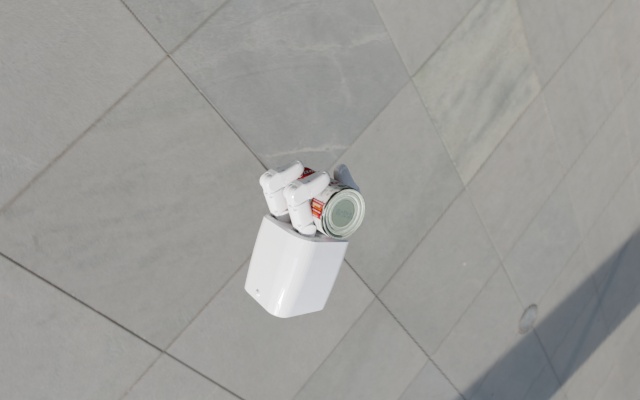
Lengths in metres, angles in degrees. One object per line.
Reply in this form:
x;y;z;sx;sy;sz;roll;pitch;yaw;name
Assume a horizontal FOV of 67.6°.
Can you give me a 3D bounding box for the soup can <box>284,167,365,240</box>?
0.001;0.002;0.611;0.068;0.068;0.102;0;17;-37;soup can
